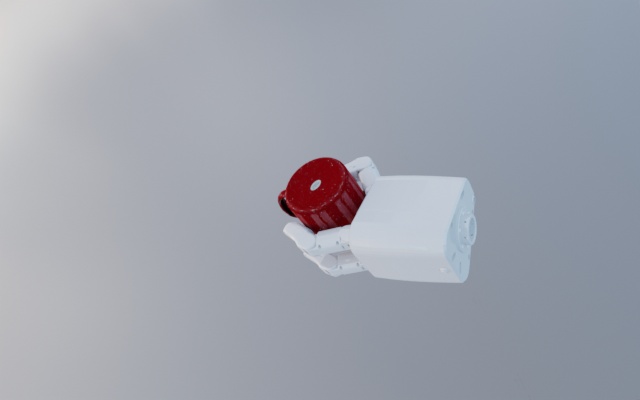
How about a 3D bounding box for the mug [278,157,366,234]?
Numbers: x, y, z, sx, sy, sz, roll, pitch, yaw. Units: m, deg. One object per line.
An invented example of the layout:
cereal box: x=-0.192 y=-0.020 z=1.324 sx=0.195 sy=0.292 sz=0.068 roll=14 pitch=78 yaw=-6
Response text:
mug: x=-0.001 y=0.002 z=0.584 sx=0.117 sy=0.093 sz=0.081 roll=0 pitch=-33 yaw=32
